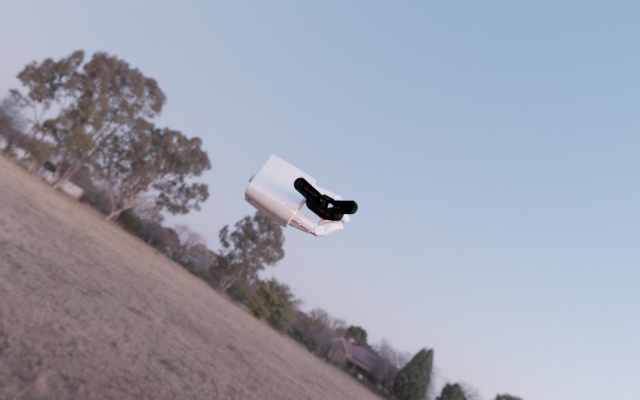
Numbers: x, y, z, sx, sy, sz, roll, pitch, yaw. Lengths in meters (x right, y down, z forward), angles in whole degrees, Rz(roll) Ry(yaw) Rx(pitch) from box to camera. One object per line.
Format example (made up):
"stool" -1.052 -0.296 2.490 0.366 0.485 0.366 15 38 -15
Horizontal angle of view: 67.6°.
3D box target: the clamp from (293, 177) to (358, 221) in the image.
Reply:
"clamp" 0.001 0.002 0.896 0.120 0.039 0.171 32 -15 -1
